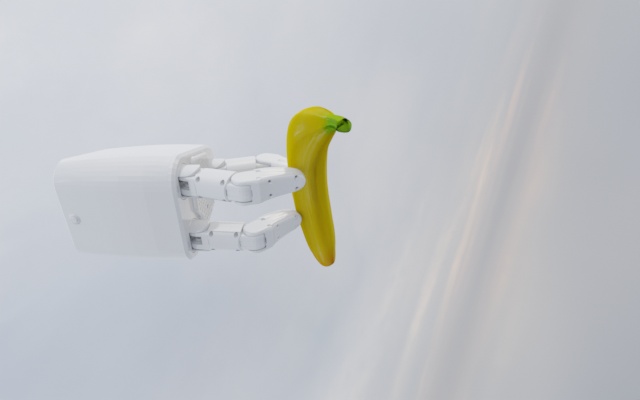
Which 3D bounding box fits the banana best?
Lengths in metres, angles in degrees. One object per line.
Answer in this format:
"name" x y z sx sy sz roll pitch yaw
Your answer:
"banana" -0.006 -0.015 0.425 0.037 0.069 0.198 -15 -36 -12
